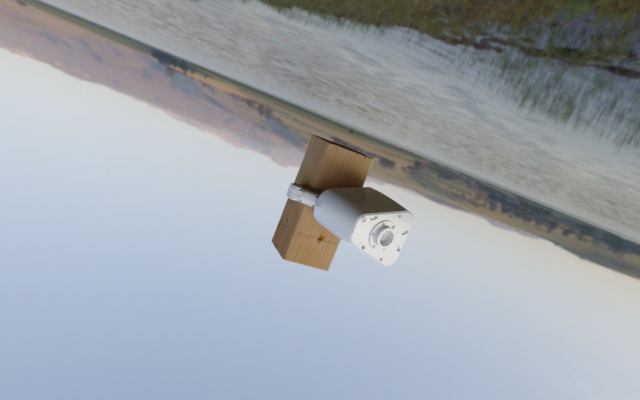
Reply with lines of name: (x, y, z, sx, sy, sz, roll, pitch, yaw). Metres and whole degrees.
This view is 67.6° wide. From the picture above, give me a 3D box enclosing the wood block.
wood block: (0.000, 0.003, 0.822, 0.091, 0.206, 0.090, 18, 10, -23)
